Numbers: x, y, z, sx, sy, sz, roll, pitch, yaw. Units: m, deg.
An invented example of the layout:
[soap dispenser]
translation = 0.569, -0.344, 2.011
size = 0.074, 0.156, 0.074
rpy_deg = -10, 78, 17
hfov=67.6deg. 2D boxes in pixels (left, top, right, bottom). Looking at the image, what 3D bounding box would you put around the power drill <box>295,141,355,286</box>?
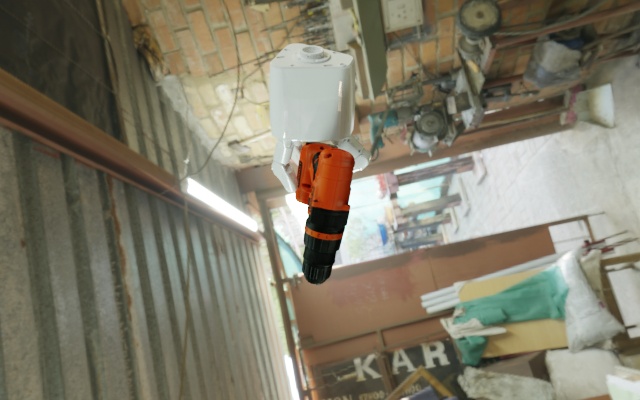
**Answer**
[power drill]
translation = 0.000, 0.002, 0.677
size = 0.057, 0.184, 0.187
rpy_deg = 8, 18, -12
